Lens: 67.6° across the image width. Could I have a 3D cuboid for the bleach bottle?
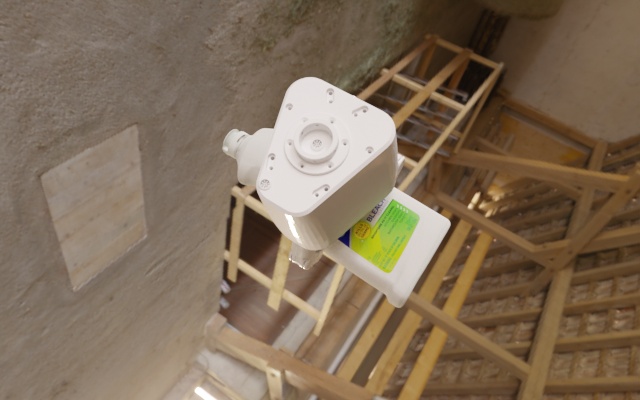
[{"bbox_3d":[0.000,0.002,0.498,0.251,0.102,0.068,30,-10,14],"label":"bleach bottle"}]
